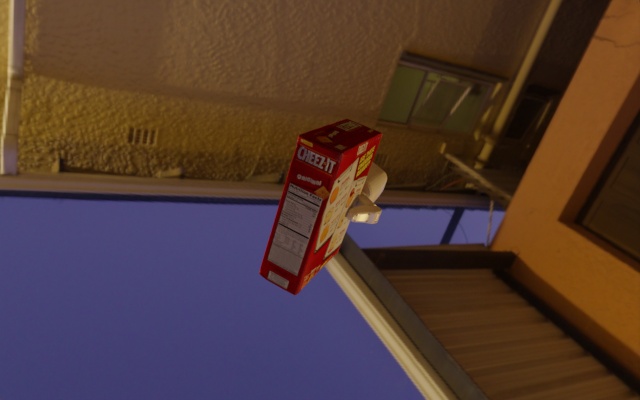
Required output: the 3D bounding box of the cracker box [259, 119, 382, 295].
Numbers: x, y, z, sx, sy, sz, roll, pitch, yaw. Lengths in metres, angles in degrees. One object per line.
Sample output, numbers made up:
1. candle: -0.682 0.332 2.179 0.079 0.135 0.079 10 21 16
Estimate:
1. cracker box: 0.000 0.002 0.677 0.072 0.214 0.164 25 25 15
